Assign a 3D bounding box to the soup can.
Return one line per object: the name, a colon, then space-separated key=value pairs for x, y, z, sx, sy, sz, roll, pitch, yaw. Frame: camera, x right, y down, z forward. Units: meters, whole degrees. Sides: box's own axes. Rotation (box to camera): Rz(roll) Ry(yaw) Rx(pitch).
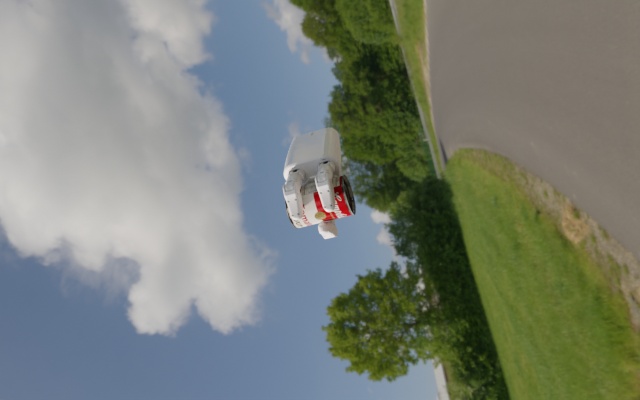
soup can: x=0.000 y=0.003 z=0.790 sx=0.102 sy=0.068 sz=0.068 roll=-14 pitch=-4 yaw=14
